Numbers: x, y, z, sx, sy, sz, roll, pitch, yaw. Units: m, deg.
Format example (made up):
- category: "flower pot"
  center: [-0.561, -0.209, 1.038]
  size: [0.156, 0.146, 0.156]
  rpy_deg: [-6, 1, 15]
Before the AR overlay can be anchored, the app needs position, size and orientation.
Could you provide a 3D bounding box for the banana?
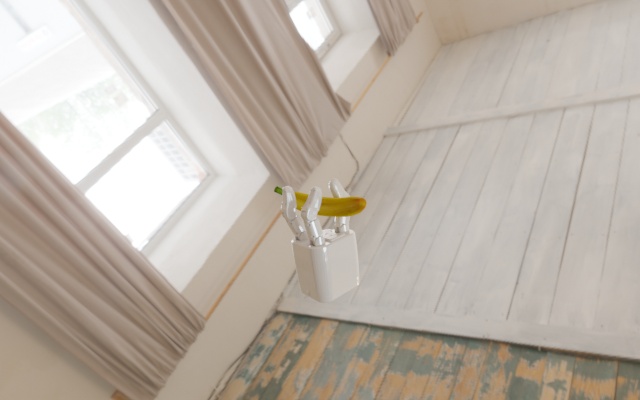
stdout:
- category: "banana"
  center: [0.007, 0.007, 0.862]
  size: [0.198, 0.037, 0.070]
  rpy_deg: [7, -12, 35]
